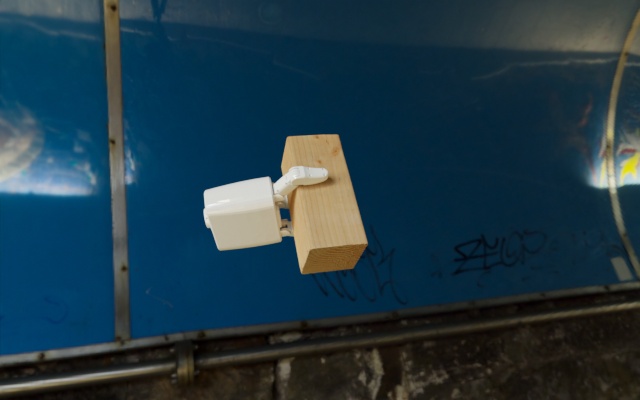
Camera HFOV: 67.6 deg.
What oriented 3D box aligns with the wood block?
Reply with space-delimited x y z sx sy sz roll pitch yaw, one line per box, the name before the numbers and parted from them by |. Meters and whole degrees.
wood block | 0.000 0.002 0.770 0.090 0.206 0.091 -4 -31 -15
